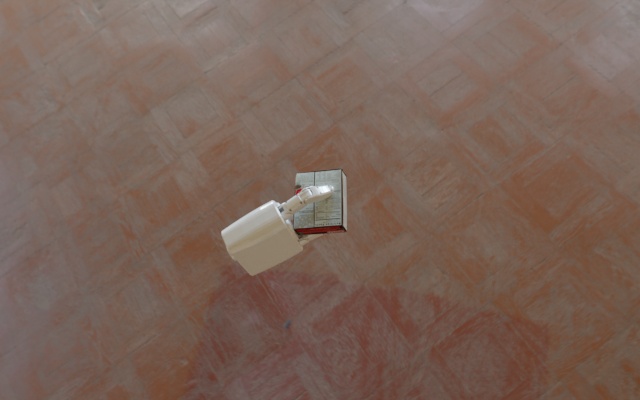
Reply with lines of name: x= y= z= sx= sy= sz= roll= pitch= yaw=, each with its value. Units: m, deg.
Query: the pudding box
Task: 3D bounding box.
pudding box: x=0.000 y=0.003 z=0.841 sx=0.090 sy=0.113 sz=0.039 roll=-4 pitch=-21 yaw=12
